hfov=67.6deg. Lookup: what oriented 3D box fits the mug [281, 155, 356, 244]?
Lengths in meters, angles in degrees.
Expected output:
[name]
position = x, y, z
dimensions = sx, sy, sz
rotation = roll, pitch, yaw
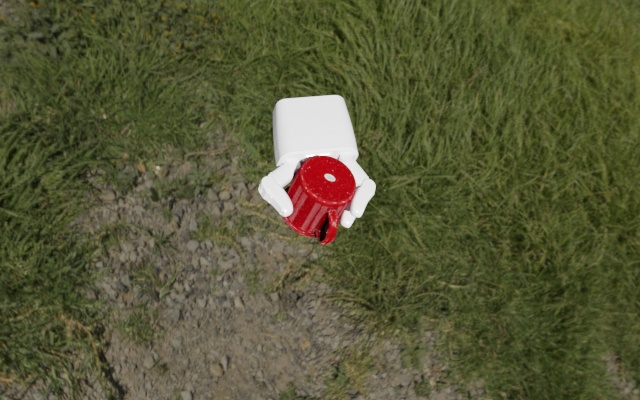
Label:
[mug]
position = 0.000, 0.003, 0.649
dimensions = 0.093, 0.117, 0.081
rotation = 2, -32, -21
